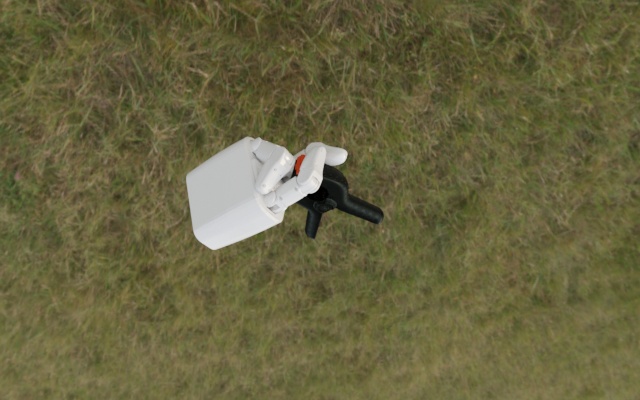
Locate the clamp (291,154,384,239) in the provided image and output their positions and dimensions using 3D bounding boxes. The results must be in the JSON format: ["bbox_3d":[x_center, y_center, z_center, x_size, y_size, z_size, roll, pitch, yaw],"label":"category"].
[{"bbox_3d":[0.000,0.003,0.656,0.120,0.039,0.171,-25,-44,21],"label":"clamp"}]
